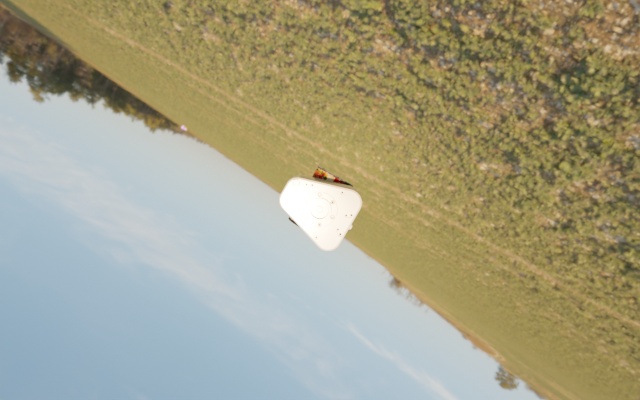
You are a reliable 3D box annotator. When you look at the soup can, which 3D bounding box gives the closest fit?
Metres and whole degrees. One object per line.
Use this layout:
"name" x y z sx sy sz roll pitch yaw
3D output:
"soup can" 0.000 0.003 0.794 0.068 0.102 0.068 30 2 -1
